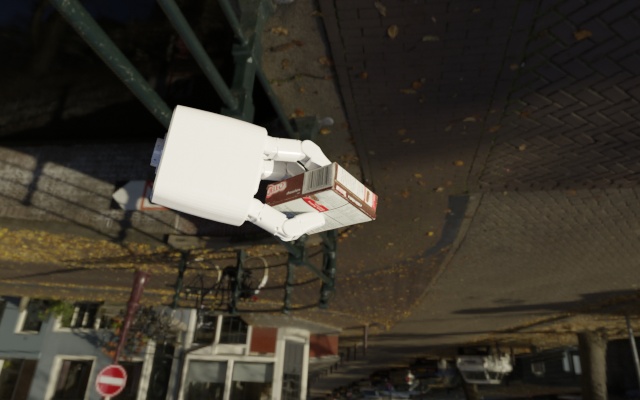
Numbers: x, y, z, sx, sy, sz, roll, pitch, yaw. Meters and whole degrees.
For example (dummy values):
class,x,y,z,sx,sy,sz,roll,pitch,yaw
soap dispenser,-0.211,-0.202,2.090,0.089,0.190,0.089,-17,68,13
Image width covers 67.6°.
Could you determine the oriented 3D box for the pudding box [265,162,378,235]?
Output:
class,x,y,z,sx,sy,sz,roll,pitch,yaw
pudding box,0.000,0.002,0.597,0.113,0.039,0.090,-14,-34,37
